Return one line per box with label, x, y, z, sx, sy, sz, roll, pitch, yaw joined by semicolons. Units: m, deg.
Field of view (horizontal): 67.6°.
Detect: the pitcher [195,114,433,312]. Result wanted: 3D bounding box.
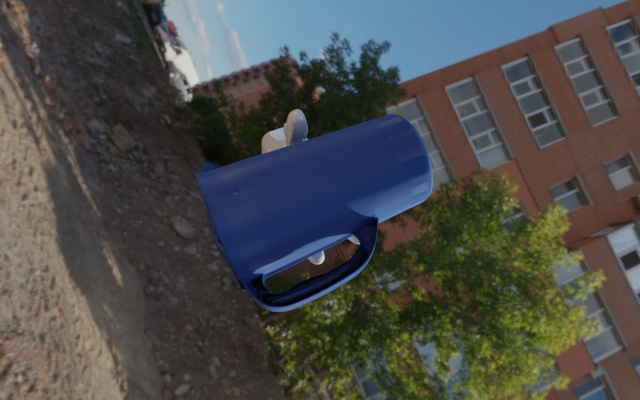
pitcher;0.000;0.002;0.526;0.243;0.149;0.145;-22;21;-11
